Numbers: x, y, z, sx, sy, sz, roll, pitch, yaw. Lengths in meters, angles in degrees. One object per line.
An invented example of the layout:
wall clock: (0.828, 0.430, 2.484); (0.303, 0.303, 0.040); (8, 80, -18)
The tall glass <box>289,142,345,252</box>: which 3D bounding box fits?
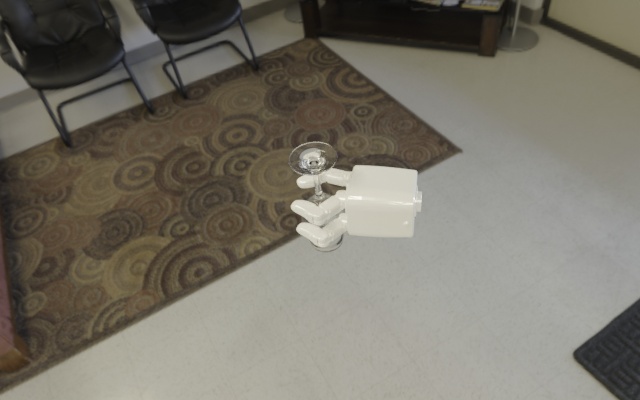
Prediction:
tall glass: (0.000, 0.002, 0.795); (0.079, 0.079, 0.201); (0, -43, 9)
